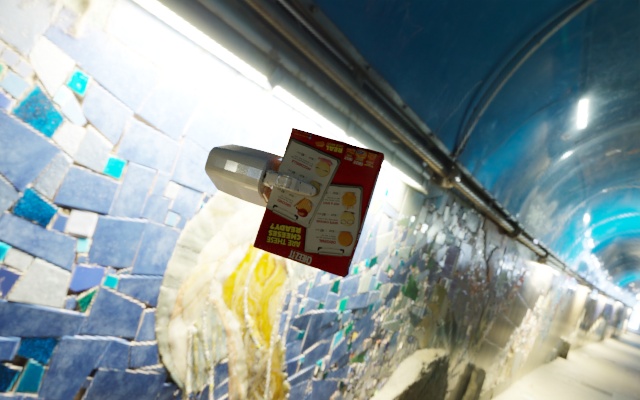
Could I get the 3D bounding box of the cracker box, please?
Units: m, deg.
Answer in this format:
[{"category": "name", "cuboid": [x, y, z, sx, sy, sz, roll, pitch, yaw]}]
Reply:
[{"category": "cracker box", "cuboid": [0.000, 0.002, 0.811, 0.164, 0.213, 0.072, 17, -2, 11]}]
